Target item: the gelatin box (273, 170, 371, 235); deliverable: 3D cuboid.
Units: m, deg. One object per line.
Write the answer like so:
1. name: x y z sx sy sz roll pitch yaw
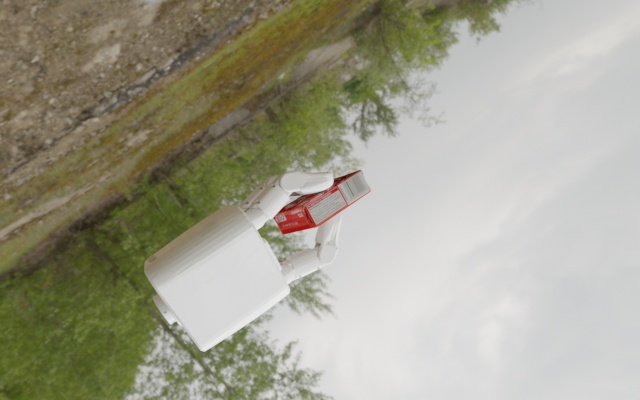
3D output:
1. gelatin box: 0.001 0.002 0.529 0.089 0.030 0.073 -32 9 -31
